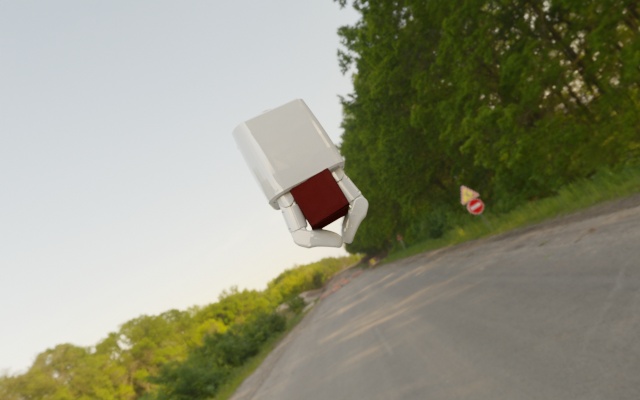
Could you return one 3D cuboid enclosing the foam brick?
[{"bbox_3d":[0.000,0.002,0.575,0.053,0.051,0.078,-30,-8,-3],"label":"foam brick"}]
